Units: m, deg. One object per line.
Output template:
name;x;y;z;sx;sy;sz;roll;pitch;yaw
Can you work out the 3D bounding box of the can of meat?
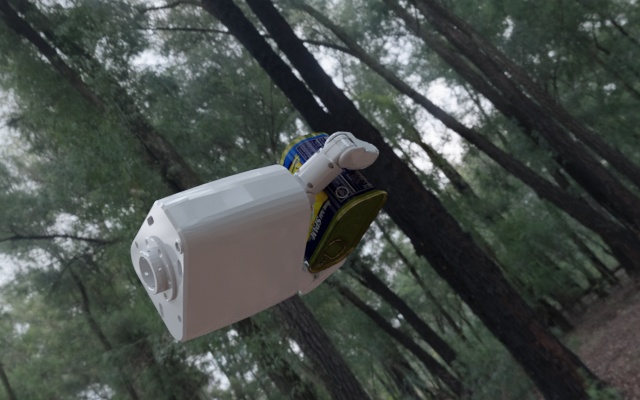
can of meat;0.000;0.001;0.433;0.057;0.084;0.102;-20;-30;-38
